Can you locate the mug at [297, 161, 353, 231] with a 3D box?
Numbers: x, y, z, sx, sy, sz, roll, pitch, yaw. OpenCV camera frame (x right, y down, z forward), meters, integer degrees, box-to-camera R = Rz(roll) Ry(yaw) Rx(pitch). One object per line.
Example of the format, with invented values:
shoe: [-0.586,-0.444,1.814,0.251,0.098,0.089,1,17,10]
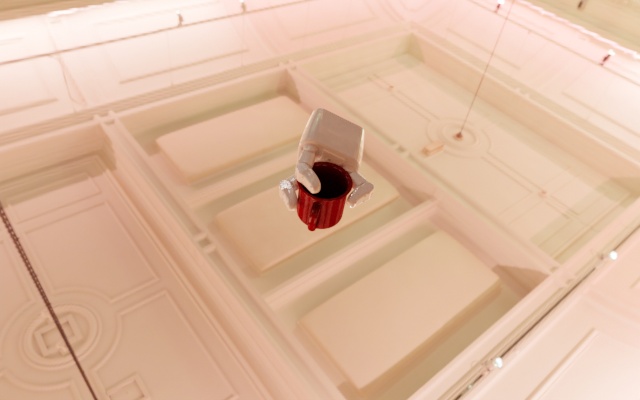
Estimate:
mug: [0.000,0.004,0.802,0.093,0.117,0.082,13,-44,3]
